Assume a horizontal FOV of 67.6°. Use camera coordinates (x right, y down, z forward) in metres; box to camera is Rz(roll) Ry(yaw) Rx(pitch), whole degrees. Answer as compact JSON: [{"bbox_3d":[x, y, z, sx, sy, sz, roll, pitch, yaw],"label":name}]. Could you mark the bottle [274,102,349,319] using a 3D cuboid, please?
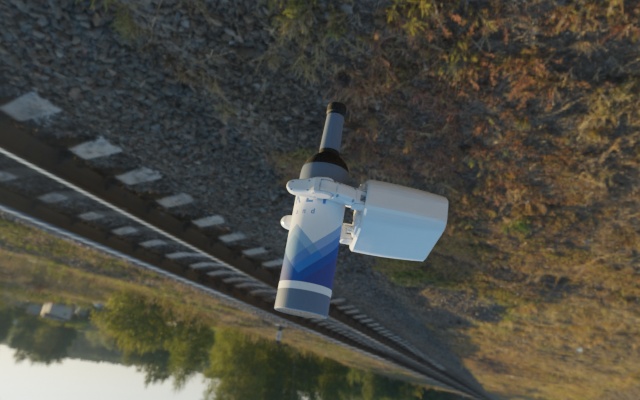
[{"bbox_3d":[0.000,0.002,0.634,0.069,0.295,0.069,9,-20,3],"label":"bottle"}]
